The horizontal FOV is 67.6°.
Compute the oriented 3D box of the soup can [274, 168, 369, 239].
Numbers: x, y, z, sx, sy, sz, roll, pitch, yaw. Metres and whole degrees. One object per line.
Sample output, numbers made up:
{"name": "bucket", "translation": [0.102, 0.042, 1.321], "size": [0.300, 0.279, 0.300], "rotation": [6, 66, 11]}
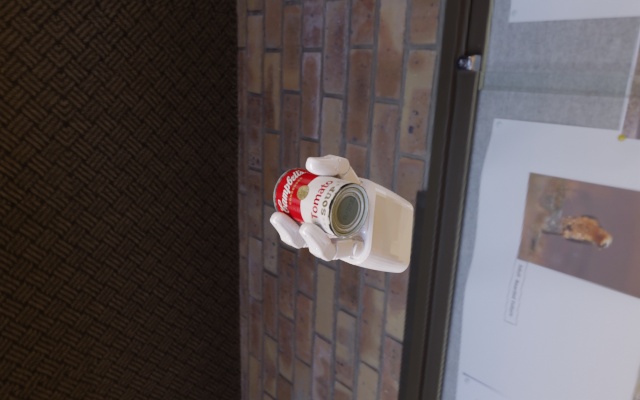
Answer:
{"name": "soup can", "translation": [0.000, 0.002, 0.584], "size": [0.068, 0.068, 0.102], "rotation": [0, 12, -44]}
